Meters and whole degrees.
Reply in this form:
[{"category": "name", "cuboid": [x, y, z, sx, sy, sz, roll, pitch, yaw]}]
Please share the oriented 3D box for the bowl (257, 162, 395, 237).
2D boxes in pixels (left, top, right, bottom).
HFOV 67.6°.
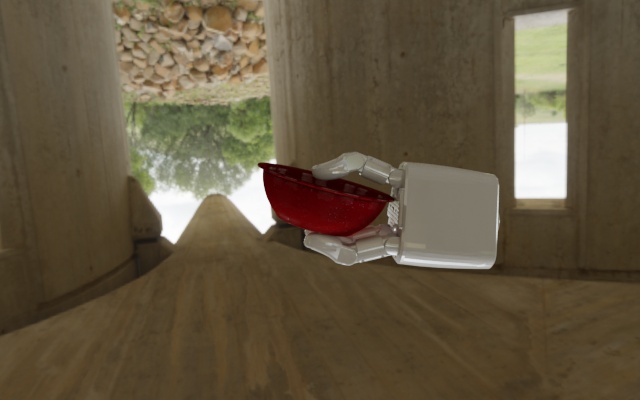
[{"category": "bowl", "cuboid": [-0.001, 0.002, 0.551, 0.162, 0.055, 0.162, 15, 8, -2]}]
